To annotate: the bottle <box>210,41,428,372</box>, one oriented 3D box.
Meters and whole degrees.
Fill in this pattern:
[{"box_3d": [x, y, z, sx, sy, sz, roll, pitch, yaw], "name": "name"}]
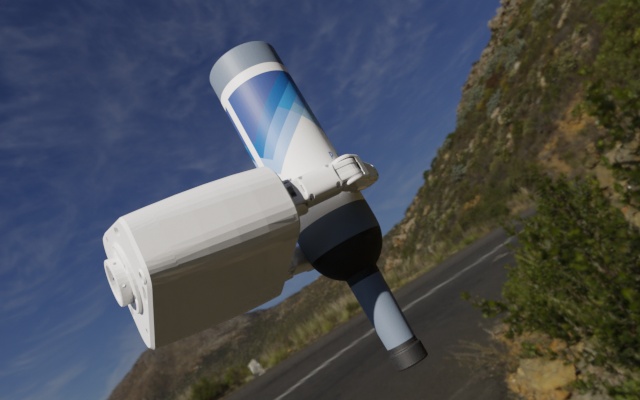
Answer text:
[{"box_3d": [0.000, 0.001, 0.402, 0.069, 0.295, 0.069, -28, -14, -8], "name": "bottle"}]
